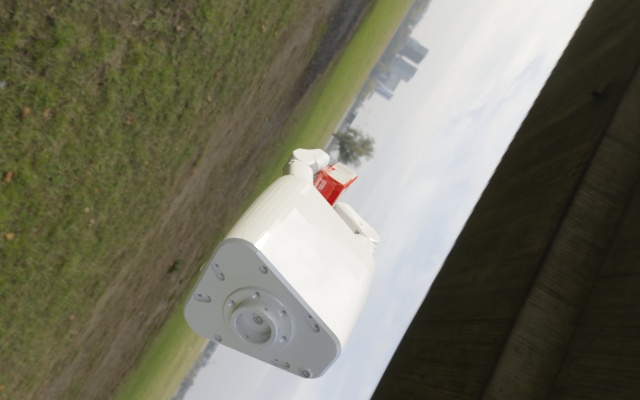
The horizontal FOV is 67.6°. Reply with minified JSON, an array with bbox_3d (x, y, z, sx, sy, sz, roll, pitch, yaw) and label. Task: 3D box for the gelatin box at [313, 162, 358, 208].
[{"bbox_3d":[0.001,0.002,0.477,0.030,0.073,0.089,36,15,5],"label":"gelatin box"}]
